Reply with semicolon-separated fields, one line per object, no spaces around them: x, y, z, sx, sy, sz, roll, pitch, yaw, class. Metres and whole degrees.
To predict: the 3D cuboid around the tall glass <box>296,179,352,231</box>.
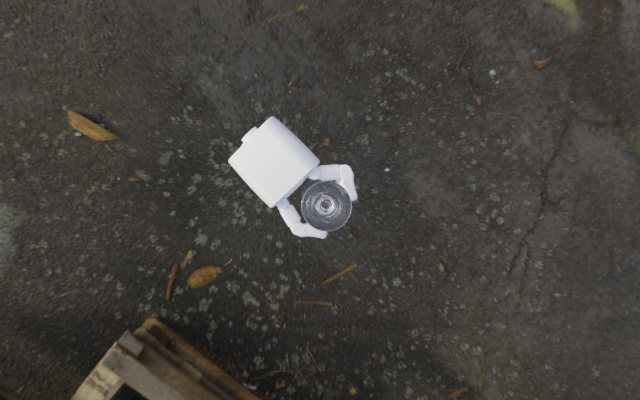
0.000;0.003;0.795;0.079;0.079;0.201;0;3;-5;tall glass
